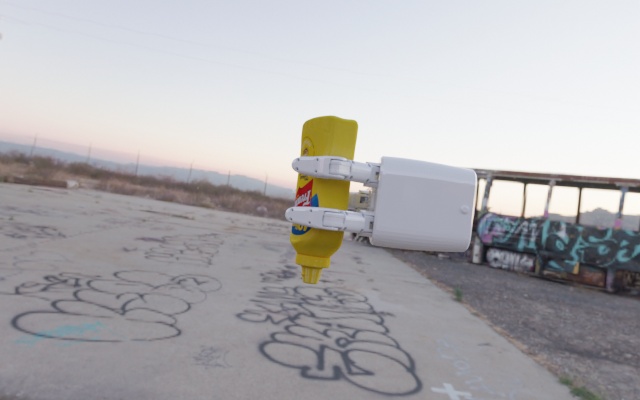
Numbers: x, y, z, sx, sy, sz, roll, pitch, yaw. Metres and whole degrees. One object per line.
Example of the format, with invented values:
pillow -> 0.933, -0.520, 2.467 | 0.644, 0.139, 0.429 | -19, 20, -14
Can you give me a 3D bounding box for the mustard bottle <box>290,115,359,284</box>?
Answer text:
mustard bottle -> 0.000, 0.002, 0.562 | 0.058, 0.191, 0.096 | 8, -2, -24
